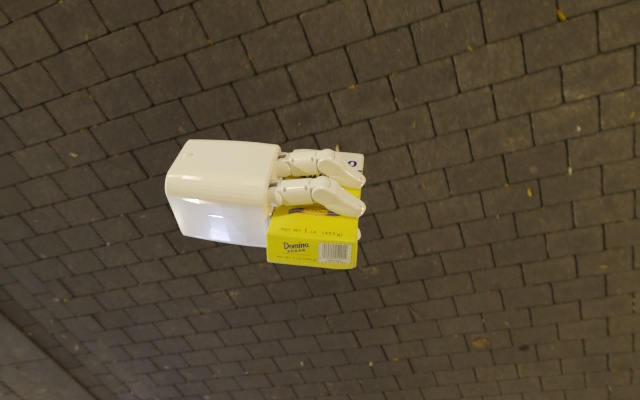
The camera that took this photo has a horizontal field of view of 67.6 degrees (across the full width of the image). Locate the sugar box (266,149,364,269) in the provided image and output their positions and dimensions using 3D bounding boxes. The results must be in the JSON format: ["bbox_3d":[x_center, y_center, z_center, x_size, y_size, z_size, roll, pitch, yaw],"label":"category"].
[{"bbox_3d":[0.000,0.001,0.550,0.093,0.048,0.176,5,38,3],"label":"sugar box"}]
